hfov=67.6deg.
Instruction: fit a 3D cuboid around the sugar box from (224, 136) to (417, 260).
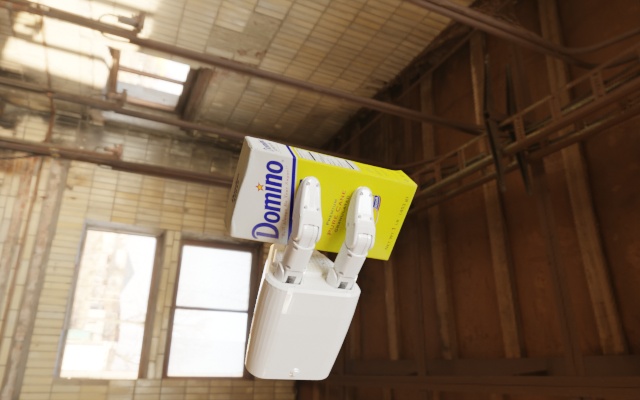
[{"bbox_3d":[0.000,0.002,0.481,0.176,0.093,0.048,9,20,-23],"label":"sugar box"}]
